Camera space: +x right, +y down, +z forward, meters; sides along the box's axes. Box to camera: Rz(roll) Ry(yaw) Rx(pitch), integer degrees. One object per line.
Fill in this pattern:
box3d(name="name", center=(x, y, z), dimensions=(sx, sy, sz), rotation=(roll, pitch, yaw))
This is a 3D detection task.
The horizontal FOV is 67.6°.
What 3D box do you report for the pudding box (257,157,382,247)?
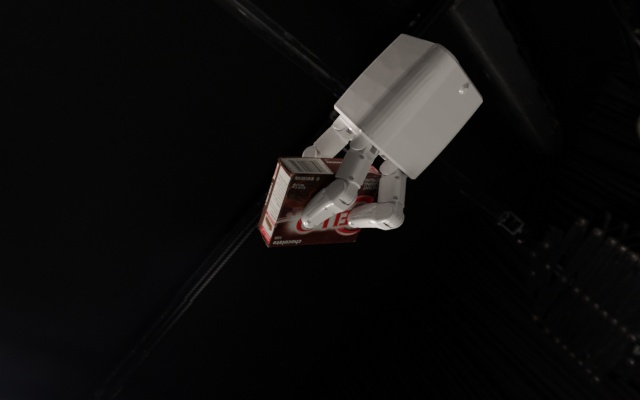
box3d(name="pudding box", center=(0.000, 0.001, 0.498), dimensions=(0.113, 0.090, 0.039), rotation=(1, 34, -31))
